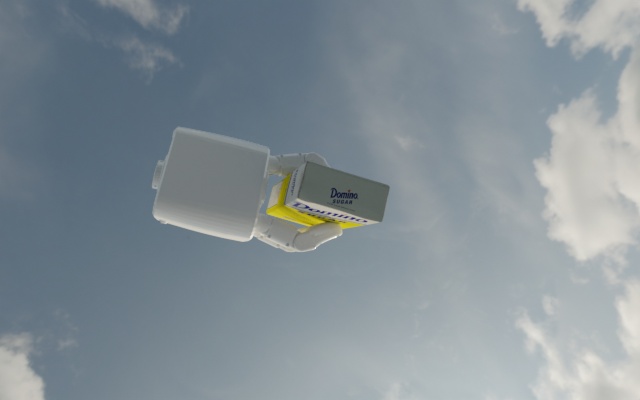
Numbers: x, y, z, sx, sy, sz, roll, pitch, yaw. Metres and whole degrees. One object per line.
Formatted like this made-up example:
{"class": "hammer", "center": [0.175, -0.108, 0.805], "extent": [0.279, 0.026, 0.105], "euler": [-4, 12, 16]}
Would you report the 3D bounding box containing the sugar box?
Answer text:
{"class": "sugar box", "center": [0.000, 0.002, 0.550], "extent": [0.093, 0.048, 0.176], "euler": [16, -8, -13]}
